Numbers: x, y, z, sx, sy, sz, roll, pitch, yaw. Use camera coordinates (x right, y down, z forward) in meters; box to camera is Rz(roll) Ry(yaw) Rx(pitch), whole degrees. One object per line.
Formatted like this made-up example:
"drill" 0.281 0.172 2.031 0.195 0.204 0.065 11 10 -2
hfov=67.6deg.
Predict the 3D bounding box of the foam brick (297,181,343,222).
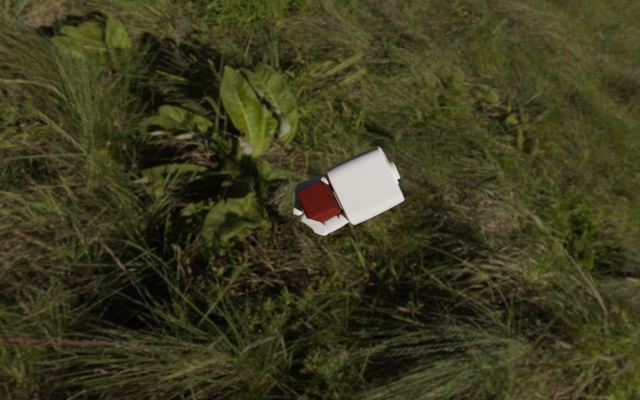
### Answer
"foam brick" 0.000 0.003 0.851 0.051 0.053 0.078 -24 -12 12
